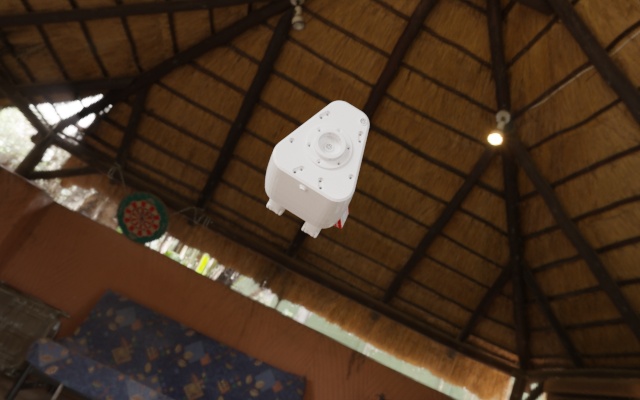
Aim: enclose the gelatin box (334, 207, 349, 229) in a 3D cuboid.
[{"bbox_3d":[0.000,0.002,0.663,0.073,0.030,0.089,23,-16,12],"label":"gelatin box"}]
